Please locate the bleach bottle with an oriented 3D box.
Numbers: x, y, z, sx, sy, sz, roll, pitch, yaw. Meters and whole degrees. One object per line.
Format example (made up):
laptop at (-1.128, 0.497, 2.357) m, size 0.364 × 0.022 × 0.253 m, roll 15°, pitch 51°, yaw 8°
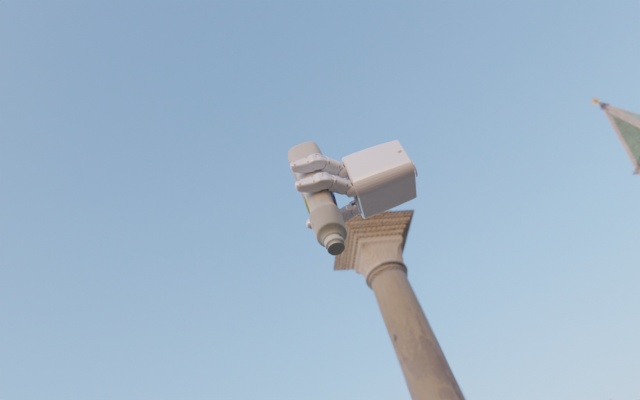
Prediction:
bleach bottle at (0.000, 0.003, 0.836) m, size 0.068 × 0.103 × 0.250 m, roll -20°, pitch 41°, yaw 1°
